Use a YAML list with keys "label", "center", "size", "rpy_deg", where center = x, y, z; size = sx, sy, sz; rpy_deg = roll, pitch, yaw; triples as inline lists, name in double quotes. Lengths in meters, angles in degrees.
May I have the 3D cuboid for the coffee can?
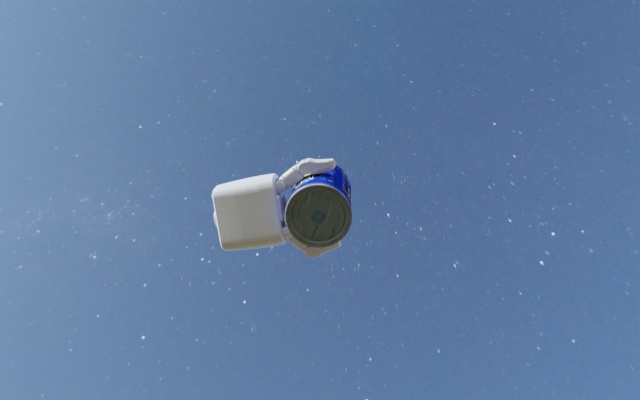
- label: "coffee can"
  center: [0.000, 0.003, 0.790]
  size: [0.103, 0.103, 0.140]
  rpy_deg: [0, 19, 3]
